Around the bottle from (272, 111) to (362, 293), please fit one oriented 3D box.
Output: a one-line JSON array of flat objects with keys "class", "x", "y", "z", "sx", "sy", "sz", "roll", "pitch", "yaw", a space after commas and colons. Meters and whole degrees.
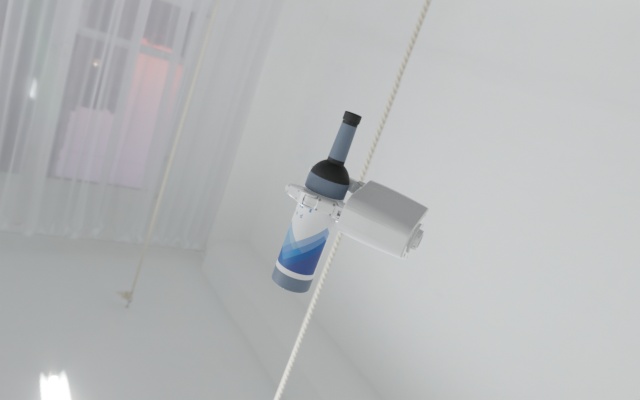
[{"class": "bottle", "x": 0.000, "y": 0.003, "z": 0.756, "sx": 0.069, "sy": 0.296, "sz": 0.069, "roll": 19, "pitch": 14, "yaw": -5}]
